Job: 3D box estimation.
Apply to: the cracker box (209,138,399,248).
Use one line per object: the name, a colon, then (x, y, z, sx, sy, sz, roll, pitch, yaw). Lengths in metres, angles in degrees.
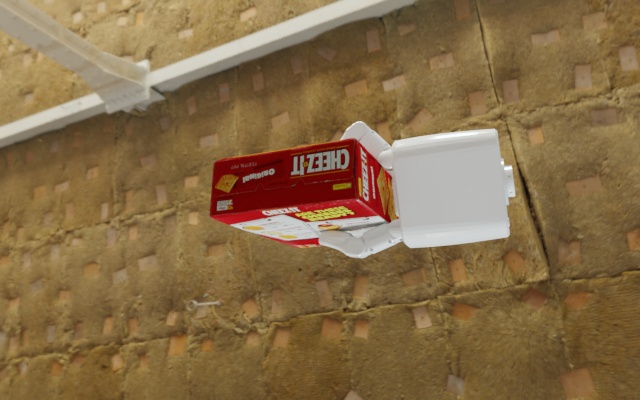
cracker box: (0.000, 0.002, 0.562, 0.164, 0.072, 0.214, -7, -17, 21)
